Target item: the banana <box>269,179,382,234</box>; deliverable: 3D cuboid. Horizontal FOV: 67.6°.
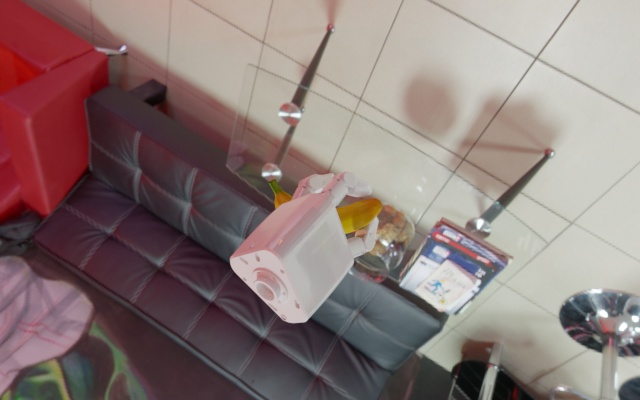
[{"bbox_3d":[0.001,0.018,0.677,0.198,0.070,0.037,11,36,35],"label":"banana"}]
